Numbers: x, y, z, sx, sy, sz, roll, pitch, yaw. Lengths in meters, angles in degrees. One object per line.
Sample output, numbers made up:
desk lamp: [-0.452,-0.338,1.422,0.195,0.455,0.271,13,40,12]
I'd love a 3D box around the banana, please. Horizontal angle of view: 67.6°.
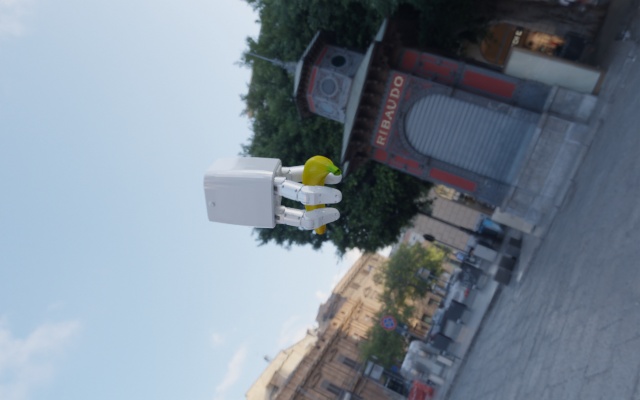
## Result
banana: [-0.006,-0.015,0.767,0.037,0.069,0.198,-15,-27,-14]
